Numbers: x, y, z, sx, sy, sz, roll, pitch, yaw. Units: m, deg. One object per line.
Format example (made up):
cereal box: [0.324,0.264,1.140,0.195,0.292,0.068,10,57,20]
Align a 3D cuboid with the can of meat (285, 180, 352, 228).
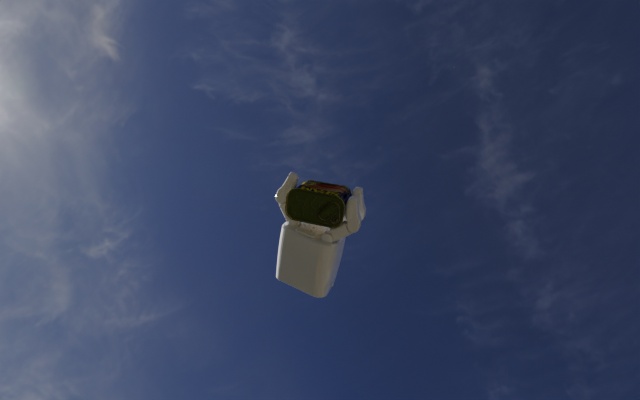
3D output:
can of meat: [0.000,0.003,0.831,0.102,0.057,0.084,11,17,12]
